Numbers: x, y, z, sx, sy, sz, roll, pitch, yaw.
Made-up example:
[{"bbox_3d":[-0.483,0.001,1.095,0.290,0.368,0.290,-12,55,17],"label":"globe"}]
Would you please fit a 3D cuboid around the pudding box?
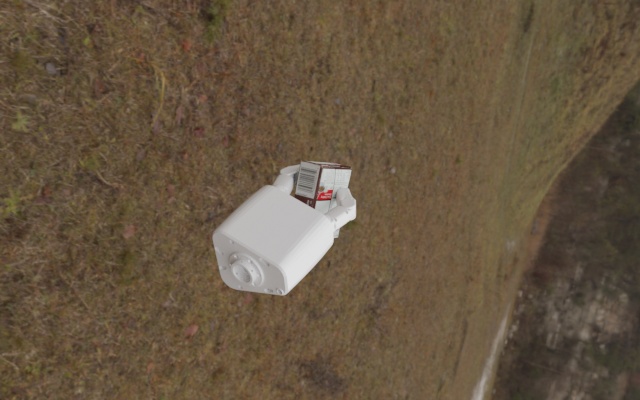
[{"bbox_3d":[0.000,0.002,0.680,0.039,0.113,0.090,17,11,28],"label":"pudding box"}]
